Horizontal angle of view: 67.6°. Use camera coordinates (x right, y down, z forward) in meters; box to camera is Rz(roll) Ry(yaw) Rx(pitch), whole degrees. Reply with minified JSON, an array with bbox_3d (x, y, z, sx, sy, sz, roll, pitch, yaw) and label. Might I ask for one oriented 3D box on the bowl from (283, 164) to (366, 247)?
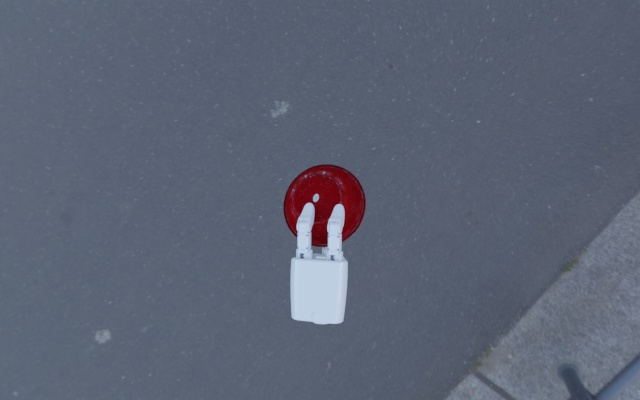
[{"bbox_3d":[0.000,0.002,0.883,0.162,0.162,0.055,0,-13,15],"label":"bowl"}]
